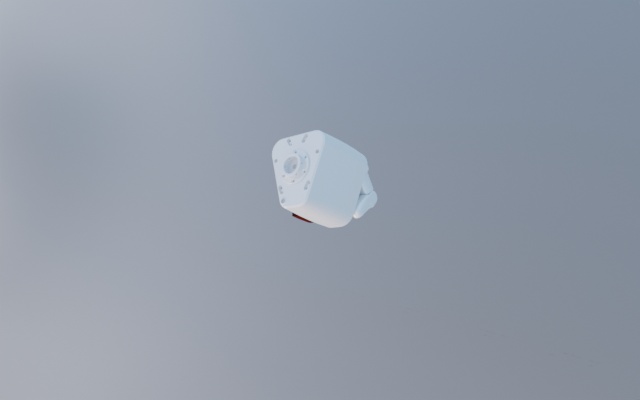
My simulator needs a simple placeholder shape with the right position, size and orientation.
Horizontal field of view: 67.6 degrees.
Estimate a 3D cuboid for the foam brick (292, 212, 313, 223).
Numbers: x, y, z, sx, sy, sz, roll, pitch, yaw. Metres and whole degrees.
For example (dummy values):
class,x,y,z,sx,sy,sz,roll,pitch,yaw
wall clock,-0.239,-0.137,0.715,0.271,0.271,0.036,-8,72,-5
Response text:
class,x,y,z,sx,sy,sz,roll,pitch,yaw
foam brick,0.000,0.003,0.763,0.078,0.053,0.051,-9,-19,35
